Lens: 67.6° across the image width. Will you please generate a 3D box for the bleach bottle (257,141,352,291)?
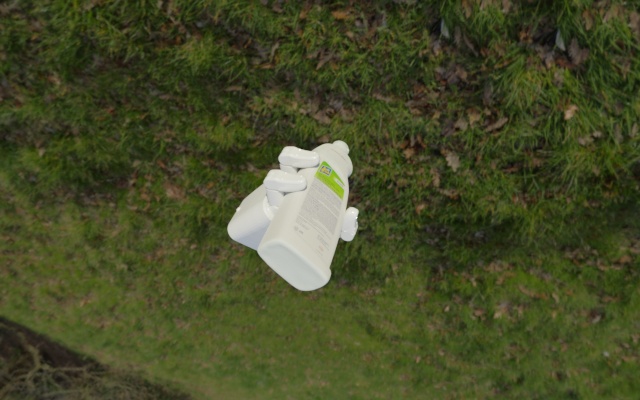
[{"bbox_3d":[0.000,0.002,0.699,0.102,0.250,0.068,44,-46,-19],"label":"bleach bottle"}]
